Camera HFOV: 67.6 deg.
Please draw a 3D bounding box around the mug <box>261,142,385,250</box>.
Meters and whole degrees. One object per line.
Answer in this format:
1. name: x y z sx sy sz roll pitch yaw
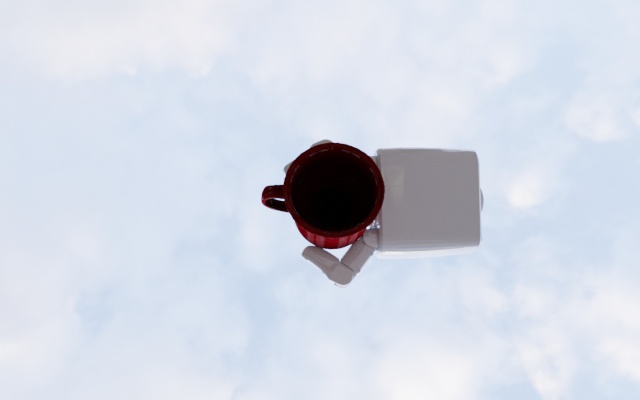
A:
1. mug: -0.001 0.002 0.472 0.117 0.093 0.081 0 -18 0
